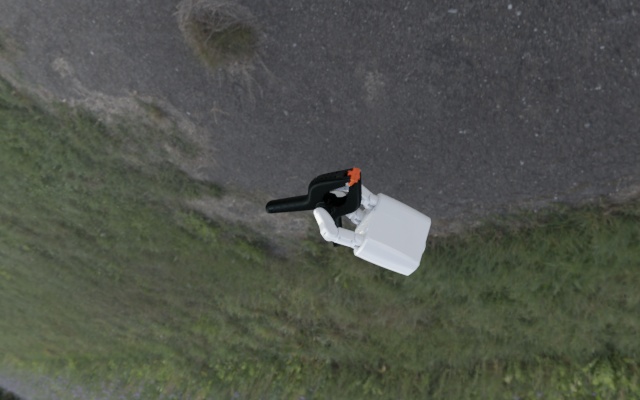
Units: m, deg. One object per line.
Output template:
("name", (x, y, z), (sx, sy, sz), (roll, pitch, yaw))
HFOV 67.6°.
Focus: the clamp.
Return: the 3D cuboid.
("clamp", (0.000, 0.003, 0.839), (0.164, 0.036, 0.210), (23, -37, -9))
